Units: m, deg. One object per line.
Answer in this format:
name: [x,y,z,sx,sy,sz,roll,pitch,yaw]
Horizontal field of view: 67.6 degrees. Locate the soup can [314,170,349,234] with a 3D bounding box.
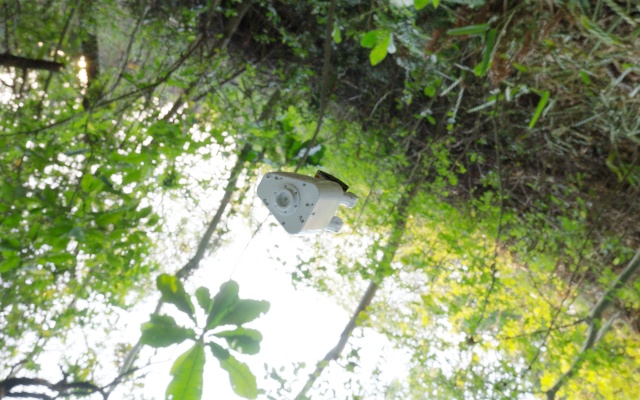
soup can: [0.000,0.003,0.898,0.068,0.102,0.068,28,11,-6]
